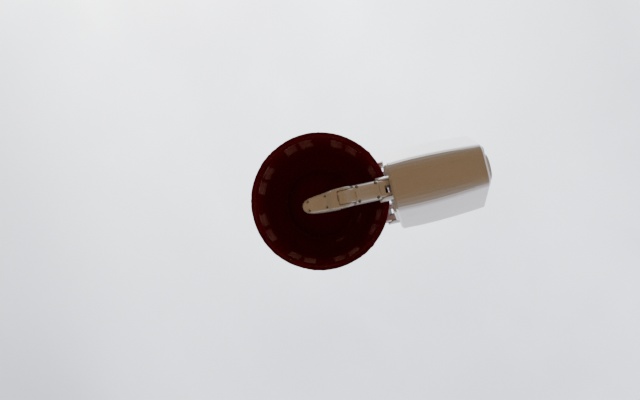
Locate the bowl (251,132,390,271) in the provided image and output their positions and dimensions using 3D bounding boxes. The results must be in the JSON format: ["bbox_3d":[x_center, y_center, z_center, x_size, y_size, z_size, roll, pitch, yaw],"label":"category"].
[{"bbox_3d":[-0.001,0.002,0.580,0.162,0.162,0.055,0,-4,2],"label":"bowl"}]
